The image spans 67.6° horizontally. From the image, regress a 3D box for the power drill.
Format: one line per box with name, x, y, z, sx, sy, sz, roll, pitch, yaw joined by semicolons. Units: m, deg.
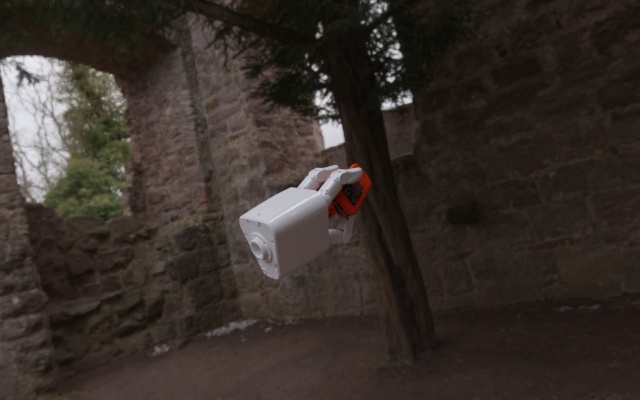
power drill;0.000;0.003;0.867;0.188;0.057;0.184;-28;20;39
